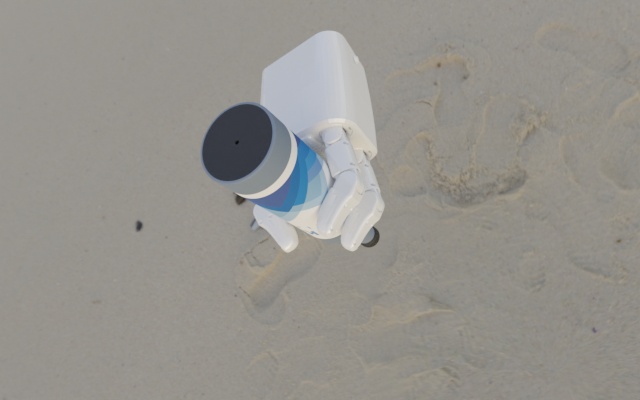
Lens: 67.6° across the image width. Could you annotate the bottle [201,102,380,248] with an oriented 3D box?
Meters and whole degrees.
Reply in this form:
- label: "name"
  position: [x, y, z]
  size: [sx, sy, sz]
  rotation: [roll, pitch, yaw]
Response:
- label: "bottle"
  position: [0.000, 0.002, 0.477]
  size: [0.069, 0.069, 0.296]
  rotation: [0, -18, 26]
